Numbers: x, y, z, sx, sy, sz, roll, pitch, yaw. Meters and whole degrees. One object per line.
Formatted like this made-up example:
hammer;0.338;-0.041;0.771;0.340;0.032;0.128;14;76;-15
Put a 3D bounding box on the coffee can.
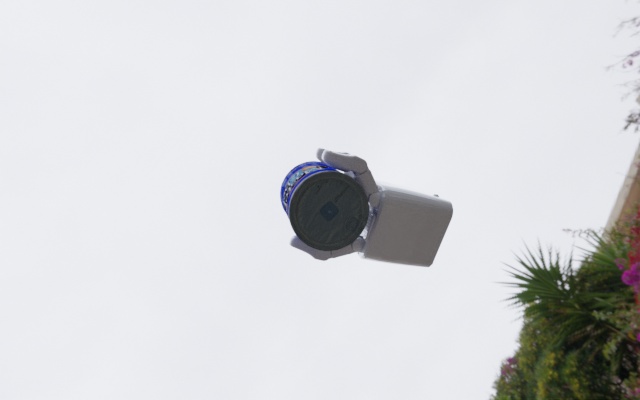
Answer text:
coffee can;0.000;0.002;0.663;0.103;0.103;0.140;0;10;-10
